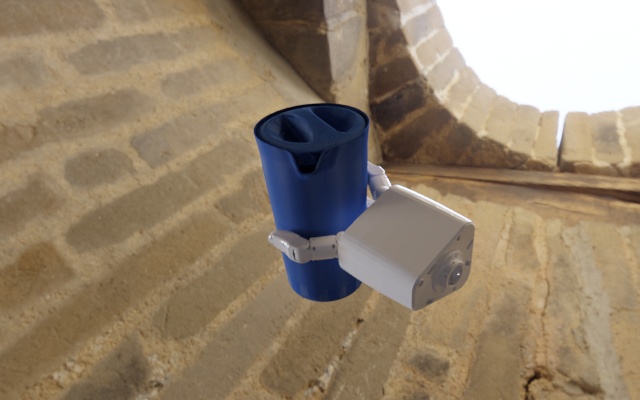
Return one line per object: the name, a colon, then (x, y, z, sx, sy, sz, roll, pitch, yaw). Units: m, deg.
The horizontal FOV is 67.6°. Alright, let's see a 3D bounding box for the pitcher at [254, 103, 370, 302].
pitcher: (0.000, 0.002, 0.617, 0.149, 0.243, 0.145, -30, 40, -33)
